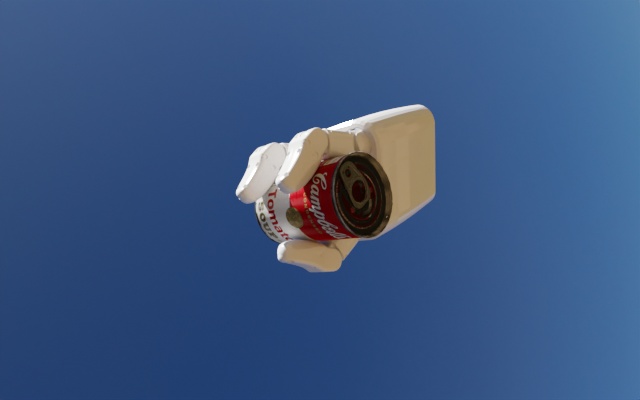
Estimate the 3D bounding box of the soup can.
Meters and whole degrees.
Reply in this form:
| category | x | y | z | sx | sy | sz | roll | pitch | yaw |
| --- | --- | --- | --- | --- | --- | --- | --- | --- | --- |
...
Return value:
| category | x | y | z | sx | sy | sz | roll | pitch | yaw |
| --- | --- | --- | --- | --- | --- | --- | --- | --- | --- |
| soup can | 0.000 | 0.002 | 0.405 | 0.068 | 0.068 | 0.102 | 0 | -7 | -43 |
